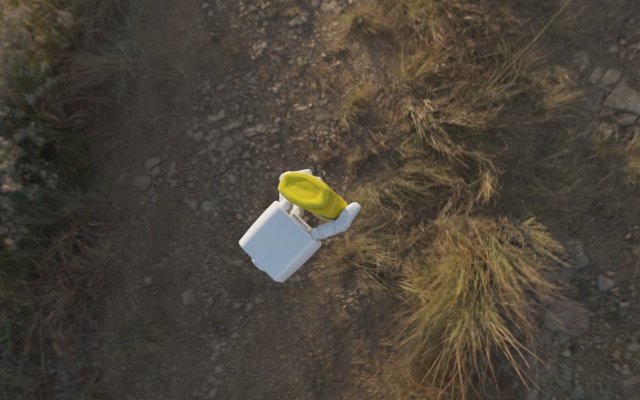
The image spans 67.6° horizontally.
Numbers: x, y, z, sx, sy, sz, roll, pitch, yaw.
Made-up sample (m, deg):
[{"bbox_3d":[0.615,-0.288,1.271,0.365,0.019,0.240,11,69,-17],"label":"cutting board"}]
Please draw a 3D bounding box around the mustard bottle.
[{"bbox_3d":[0.000,0.003,0.884,0.096,0.058,0.192,19,-6,22],"label":"mustard bottle"}]
